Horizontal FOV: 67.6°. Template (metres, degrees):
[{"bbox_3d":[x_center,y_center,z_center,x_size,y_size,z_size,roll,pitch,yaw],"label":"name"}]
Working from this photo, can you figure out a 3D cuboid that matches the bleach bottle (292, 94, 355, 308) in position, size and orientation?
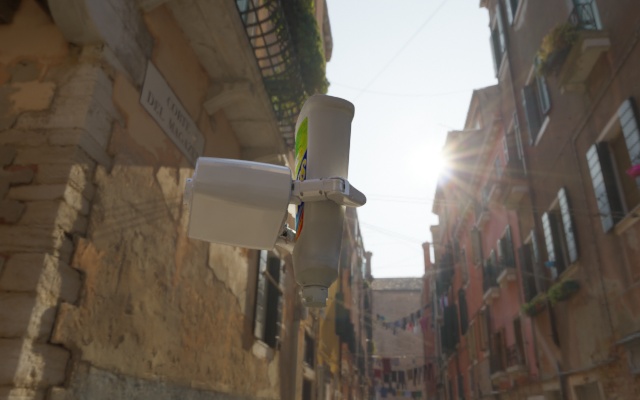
[{"bbox_3d":[0.000,0.002,0.587,0.068,0.250,0.103,8,-25,-14],"label":"bleach bottle"}]
